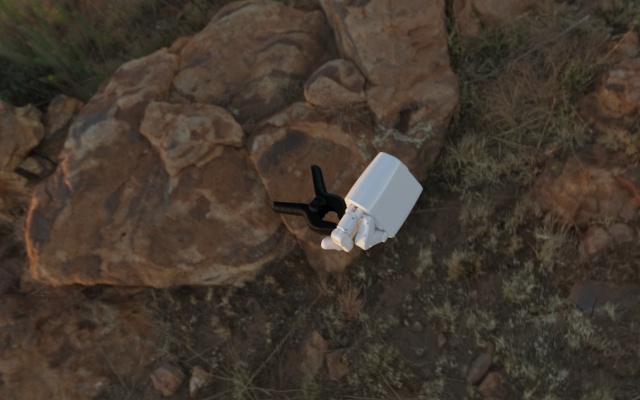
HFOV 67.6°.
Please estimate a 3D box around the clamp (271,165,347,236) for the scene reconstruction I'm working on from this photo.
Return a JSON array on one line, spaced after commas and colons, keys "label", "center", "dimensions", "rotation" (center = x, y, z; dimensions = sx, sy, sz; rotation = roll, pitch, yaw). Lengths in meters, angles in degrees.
[{"label": "clamp", "center": [0.000, 0.003, 0.871], "dimensions": [0.171, 0.120, 0.039], "rotation": [30, -11, 33]}]
